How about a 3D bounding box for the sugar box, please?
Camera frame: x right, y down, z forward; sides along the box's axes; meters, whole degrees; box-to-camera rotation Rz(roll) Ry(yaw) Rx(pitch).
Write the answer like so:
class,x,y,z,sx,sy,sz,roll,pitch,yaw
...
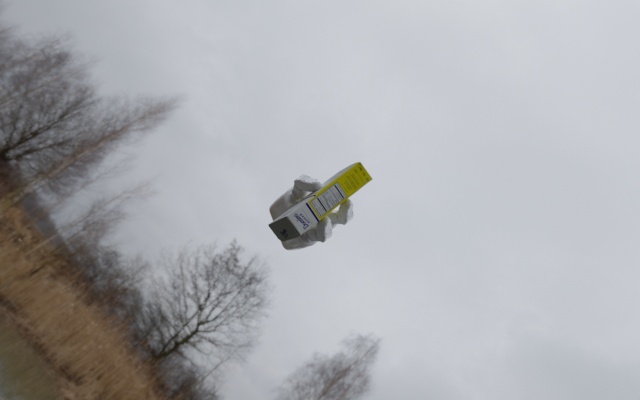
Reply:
class,x,y,z,sx,sy,sz,roll,pitch,yaw
sugar box,0.000,0.003,0.827,0.176,0.048,0.093,-40,7,-26
